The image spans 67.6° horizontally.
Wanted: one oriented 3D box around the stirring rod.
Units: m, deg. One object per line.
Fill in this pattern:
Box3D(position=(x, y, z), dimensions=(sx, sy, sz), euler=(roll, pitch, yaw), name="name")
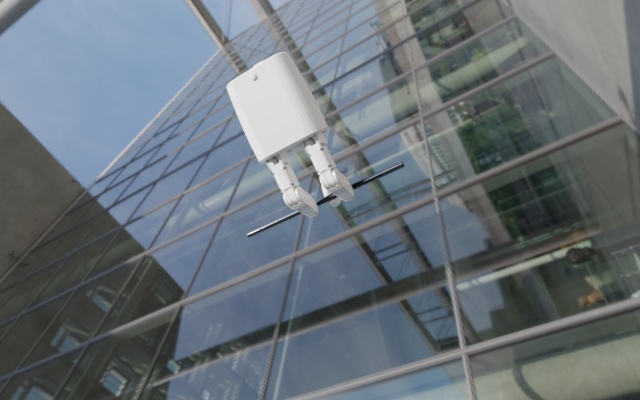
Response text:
Box3D(position=(0.000, 0.002, 0.633), dimensions=(0.239, 0.011, 0.011), euler=(-25, -10, 21), name="stirring rod")
